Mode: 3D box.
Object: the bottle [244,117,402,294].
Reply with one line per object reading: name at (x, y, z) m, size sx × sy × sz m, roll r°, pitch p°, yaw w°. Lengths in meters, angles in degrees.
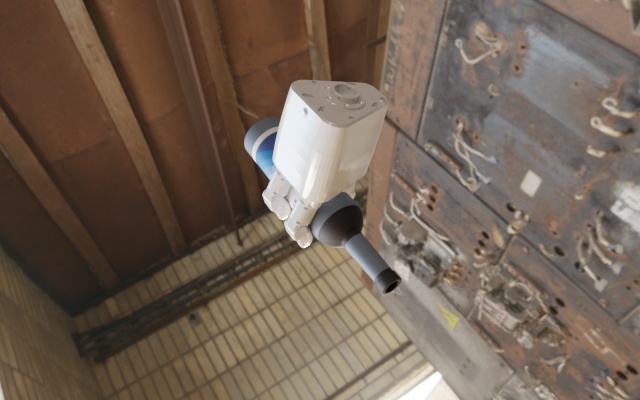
bottle at (0.000, 0.002, 0.616) m, size 0.069 × 0.069 × 0.295 m, roll 0°, pitch 40°, yaw -47°
